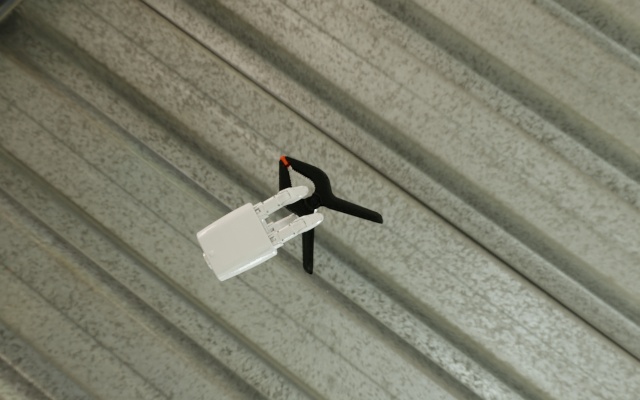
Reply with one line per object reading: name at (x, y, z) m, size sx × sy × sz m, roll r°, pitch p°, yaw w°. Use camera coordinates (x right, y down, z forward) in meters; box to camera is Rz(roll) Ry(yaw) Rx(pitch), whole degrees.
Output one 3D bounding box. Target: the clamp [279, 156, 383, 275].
clamp at (0.000, 0.003, 0.852) m, size 0.164 × 0.210 × 0.036 m, roll -28°, pitch -10°, yaw -4°
